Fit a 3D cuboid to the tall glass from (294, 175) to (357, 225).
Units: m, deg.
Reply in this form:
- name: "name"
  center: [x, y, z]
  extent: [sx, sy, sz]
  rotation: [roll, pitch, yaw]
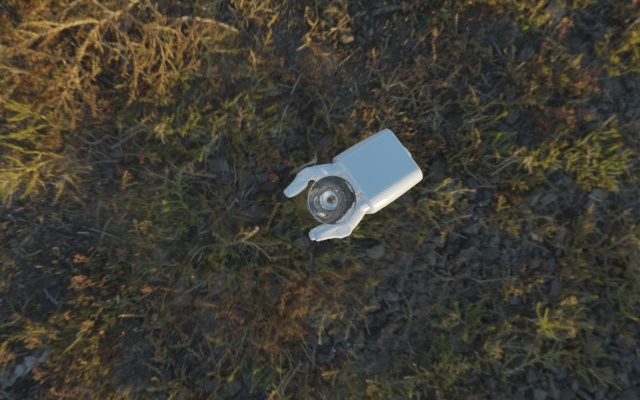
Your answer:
- name: "tall glass"
  center: [0.000, 0.003, 0.806]
  extent: [0.079, 0.079, 0.201]
  rotation: [0, -2, -11]
